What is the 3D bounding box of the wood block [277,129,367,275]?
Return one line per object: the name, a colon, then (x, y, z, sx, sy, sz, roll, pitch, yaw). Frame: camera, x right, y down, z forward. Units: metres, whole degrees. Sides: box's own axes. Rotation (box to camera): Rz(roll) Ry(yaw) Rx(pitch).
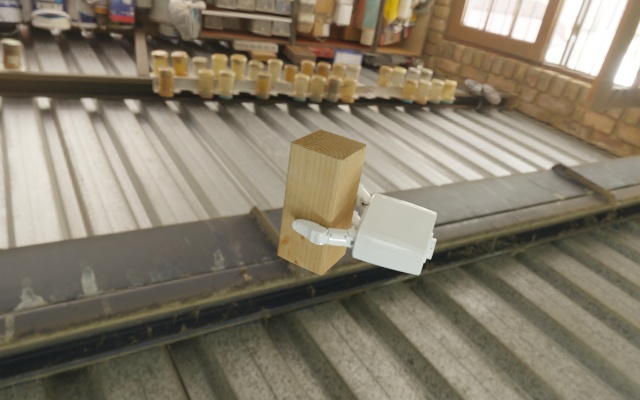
wood block: (0.000, 0.003, 0.774, 0.090, 0.206, 0.090, 22, 30, 23)
